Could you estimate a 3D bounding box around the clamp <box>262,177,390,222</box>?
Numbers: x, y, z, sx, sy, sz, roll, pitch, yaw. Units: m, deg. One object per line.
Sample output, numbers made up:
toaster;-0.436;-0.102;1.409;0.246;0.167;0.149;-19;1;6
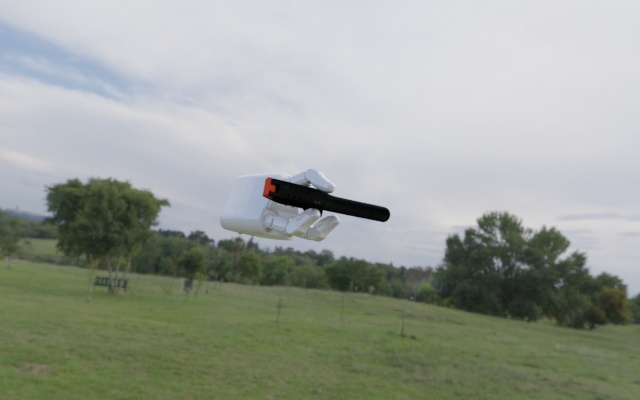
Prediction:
clamp;0.000;0.002;0.754;0.164;0.036;0.210;3;-10;38
